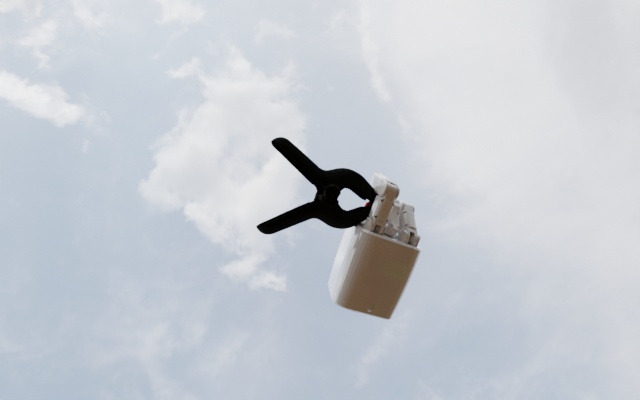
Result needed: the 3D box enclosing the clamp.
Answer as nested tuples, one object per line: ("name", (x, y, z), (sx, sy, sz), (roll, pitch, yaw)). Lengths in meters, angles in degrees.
("clamp", (0.000, 0.002, 0.612), (0.171, 0.120, 0.039), (20, 1, -18))
